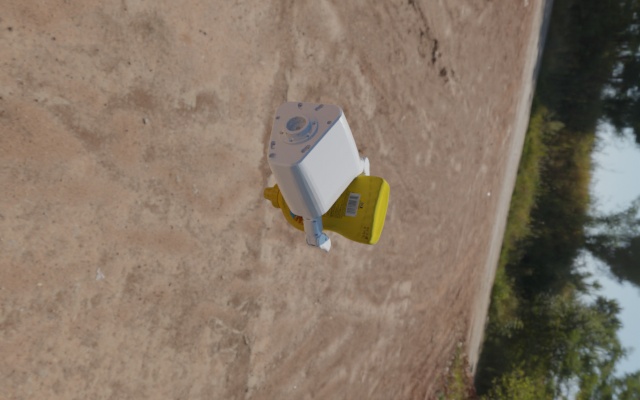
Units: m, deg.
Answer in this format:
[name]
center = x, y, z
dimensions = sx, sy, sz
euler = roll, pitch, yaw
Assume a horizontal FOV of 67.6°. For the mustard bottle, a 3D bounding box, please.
[mustard bottle]
center = 0.000, 0.003, 0.711
dimensions = 0.191, 0.096, 0.058
euler = 9, -8, 24
